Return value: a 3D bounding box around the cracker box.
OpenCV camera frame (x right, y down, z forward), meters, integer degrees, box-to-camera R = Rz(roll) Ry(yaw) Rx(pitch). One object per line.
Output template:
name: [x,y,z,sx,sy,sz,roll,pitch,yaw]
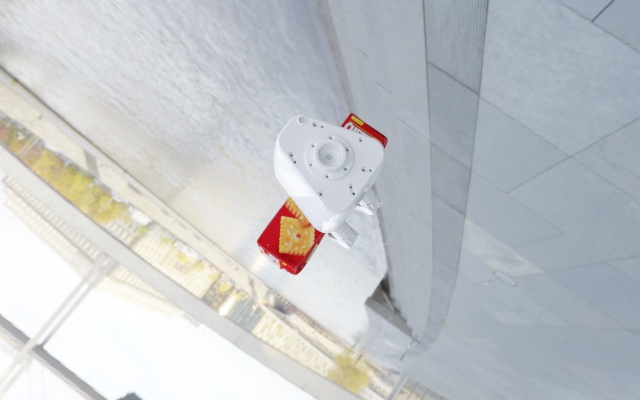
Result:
cracker box: [0.000,0.002,0.683,0.072,0.213,0.164,36,-12,3]
